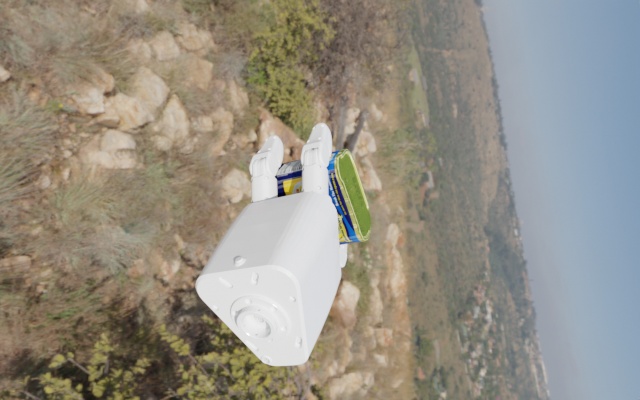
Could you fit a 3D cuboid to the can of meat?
[{"bbox_3d":[0.000,0.002,0.506,0.084,0.102,0.057,-11,23,24],"label":"can of meat"}]
